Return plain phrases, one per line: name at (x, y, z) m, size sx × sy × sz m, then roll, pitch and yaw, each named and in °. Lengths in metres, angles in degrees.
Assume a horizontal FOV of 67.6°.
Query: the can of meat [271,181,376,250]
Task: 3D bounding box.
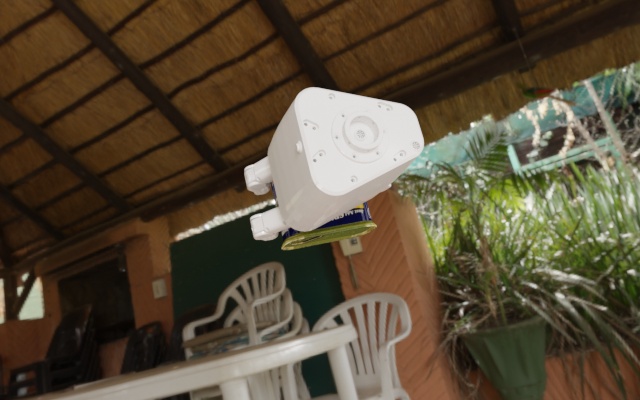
can of meat at (0.000, 0.001, 0.521) m, size 0.102 × 0.084 × 0.057 m, roll -10°, pitch -13°, yaw -16°
